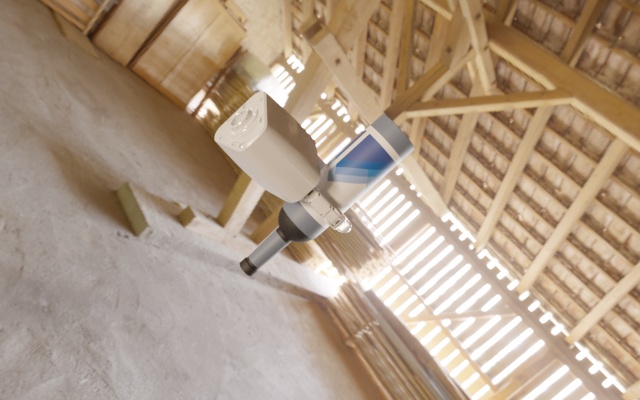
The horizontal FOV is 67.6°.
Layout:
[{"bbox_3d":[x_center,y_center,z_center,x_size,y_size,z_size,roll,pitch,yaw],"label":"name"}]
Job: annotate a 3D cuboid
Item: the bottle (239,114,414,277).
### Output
[{"bbox_3d":[0.000,0.002,0.678,0.296,0.069,0.069,-42,-5,5],"label":"bottle"}]
